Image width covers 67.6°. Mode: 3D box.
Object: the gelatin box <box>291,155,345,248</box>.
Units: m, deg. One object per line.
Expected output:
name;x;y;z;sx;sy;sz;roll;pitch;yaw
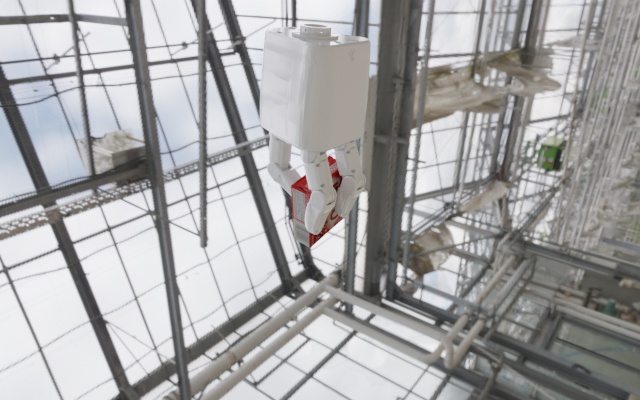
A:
gelatin box;0.000;0.002;0.575;0.030;0.089;0.073;27;47;28
